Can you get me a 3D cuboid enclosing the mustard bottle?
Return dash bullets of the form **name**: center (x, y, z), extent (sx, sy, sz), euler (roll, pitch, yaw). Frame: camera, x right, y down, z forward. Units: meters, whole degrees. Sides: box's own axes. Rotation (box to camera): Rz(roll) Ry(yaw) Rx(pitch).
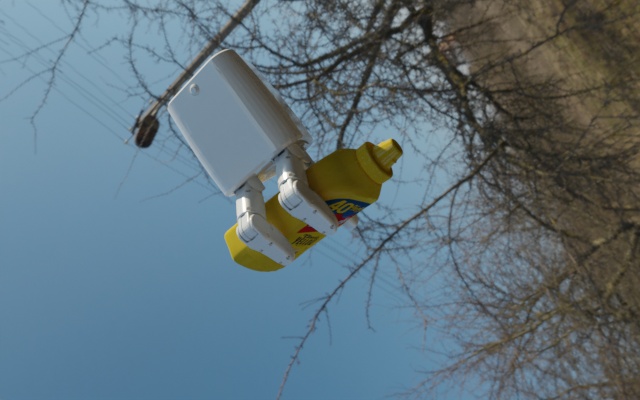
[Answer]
- **mustard bottle**: center (0.000, 0.002, 0.472), extent (0.192, 0.058, 0.096), euler (-37, -26, 25)
